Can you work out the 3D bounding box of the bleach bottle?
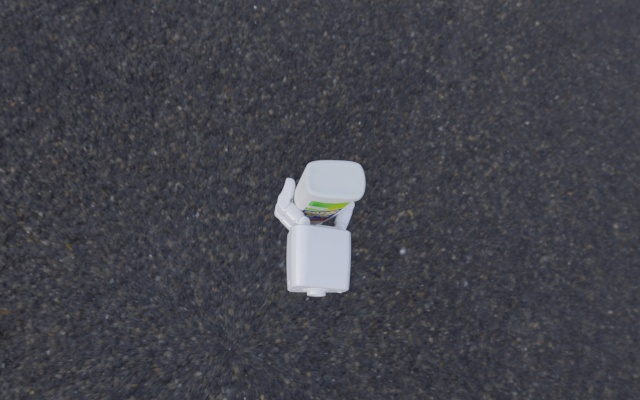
[{"bbox_3d":[0.000,0.003,0.871,0.102,0.068,0.251,3,-18,-10],"label":"bleach bottle"}]
